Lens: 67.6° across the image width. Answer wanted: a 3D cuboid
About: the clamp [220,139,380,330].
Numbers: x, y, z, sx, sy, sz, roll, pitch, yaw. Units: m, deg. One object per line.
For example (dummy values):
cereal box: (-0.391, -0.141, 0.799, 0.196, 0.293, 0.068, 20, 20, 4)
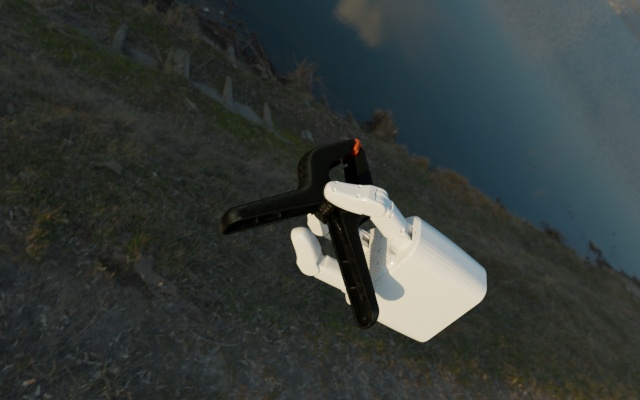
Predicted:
clamp: (0.001, 0.001, 0.470, 0.164, 0.209, 0.036, 33, -46, -18)
